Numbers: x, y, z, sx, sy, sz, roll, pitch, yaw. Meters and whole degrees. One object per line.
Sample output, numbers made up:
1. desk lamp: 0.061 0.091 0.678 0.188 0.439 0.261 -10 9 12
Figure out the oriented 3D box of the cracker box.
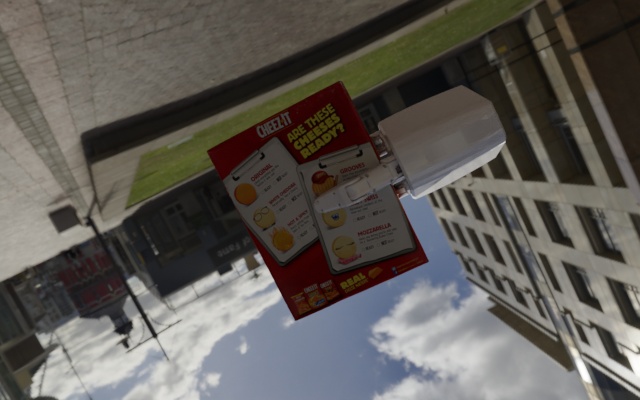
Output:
1. cracker box: 0.000 0.002 0.537 0.164 0.214 0.072 -26 5 8
